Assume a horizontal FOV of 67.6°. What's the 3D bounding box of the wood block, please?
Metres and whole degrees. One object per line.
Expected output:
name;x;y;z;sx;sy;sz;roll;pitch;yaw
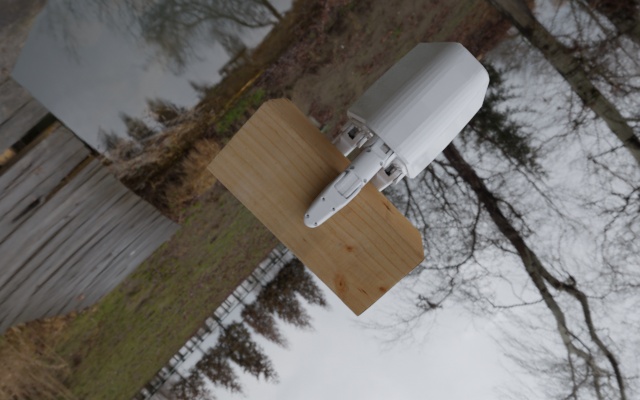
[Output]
wood block;0.000;0.001;0.486;0.090;0.206;0.091;-44;3;16
